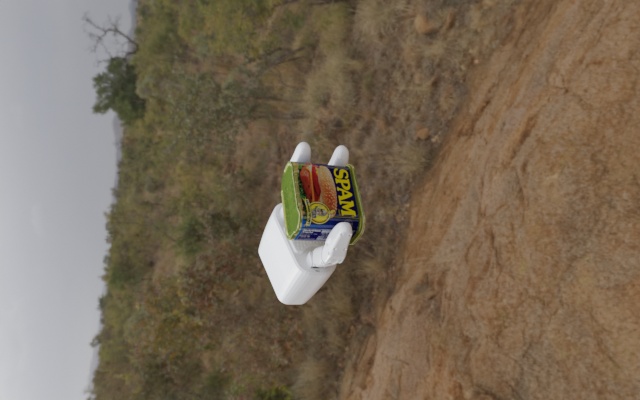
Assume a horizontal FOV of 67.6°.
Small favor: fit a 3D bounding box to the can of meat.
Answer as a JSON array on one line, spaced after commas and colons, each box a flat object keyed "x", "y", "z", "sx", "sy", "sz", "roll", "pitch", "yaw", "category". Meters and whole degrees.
[{"x": 0.000, "y": 0.002, "z": 0.588, "sx": 0.084, "sy": 0.102, "sz": 0.057, "roll": 4, "pitch": -33, "yaw": -21, "category": "can of meat"}]
